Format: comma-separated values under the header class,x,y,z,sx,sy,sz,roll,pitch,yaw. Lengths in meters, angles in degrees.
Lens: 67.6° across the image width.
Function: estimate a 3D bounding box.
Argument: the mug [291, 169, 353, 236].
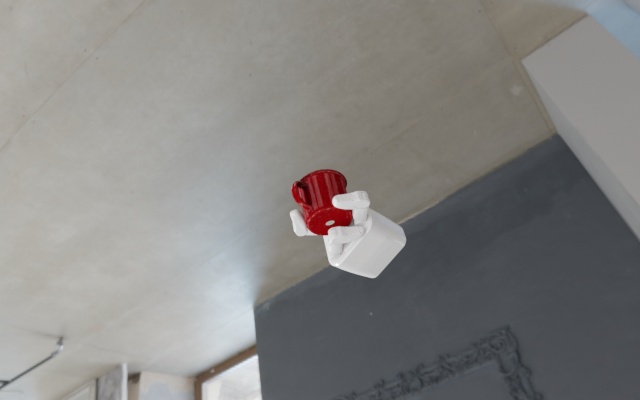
class,x,y,z,sx,sy,sz,roll,pitch,yaw
mug,-0.001,0.002,0.816,0.117,0.081,0.093,24,-52,-37
